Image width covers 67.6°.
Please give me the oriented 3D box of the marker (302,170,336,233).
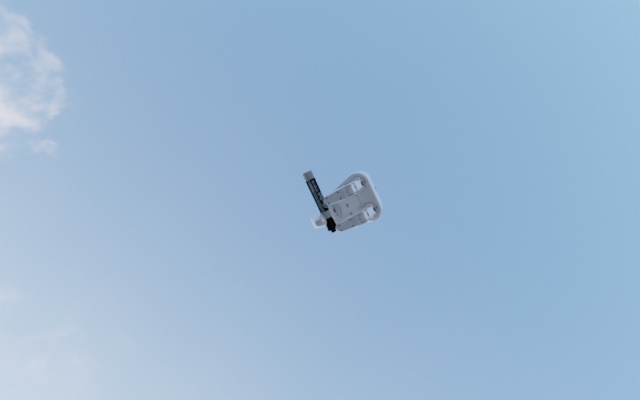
[{"bbox_3d":[0.000,0.003,0.873,0.020,0.121,0.020,-25,3,1],"label":"marker"}]
